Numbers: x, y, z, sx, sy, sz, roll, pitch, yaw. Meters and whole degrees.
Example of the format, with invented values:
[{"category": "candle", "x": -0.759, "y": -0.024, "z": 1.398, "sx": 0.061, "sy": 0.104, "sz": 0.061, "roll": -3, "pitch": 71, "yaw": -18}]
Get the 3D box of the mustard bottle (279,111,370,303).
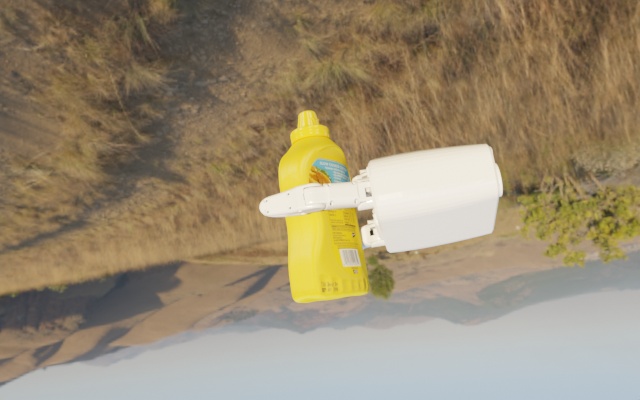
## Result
[{"category": "mustard bottle", "x": 0.000, "y": 0.002, "z": 0.477, "sx": 0.058, "sy": 0.191, "sz": 0.096, "roll": -16, "pitch": -15, "yaw": 34}]
